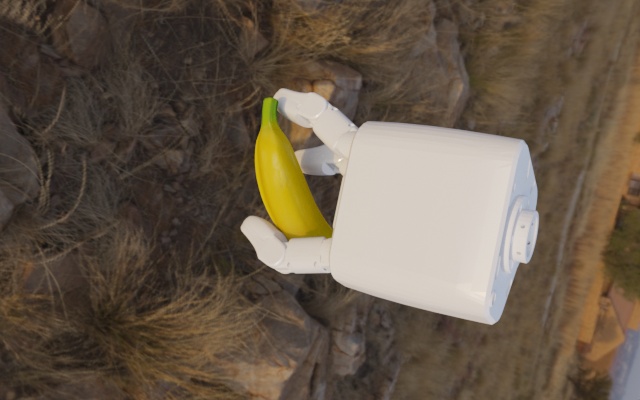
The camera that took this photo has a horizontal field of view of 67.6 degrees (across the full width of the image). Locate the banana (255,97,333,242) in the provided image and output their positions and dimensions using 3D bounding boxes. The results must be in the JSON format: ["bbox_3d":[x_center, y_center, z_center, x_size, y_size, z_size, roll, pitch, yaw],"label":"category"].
[{"bbox_3d":[-0.009,0.012,0.403,0.037,0.069,0.198,5,-41,31],"label":"banana"}]
